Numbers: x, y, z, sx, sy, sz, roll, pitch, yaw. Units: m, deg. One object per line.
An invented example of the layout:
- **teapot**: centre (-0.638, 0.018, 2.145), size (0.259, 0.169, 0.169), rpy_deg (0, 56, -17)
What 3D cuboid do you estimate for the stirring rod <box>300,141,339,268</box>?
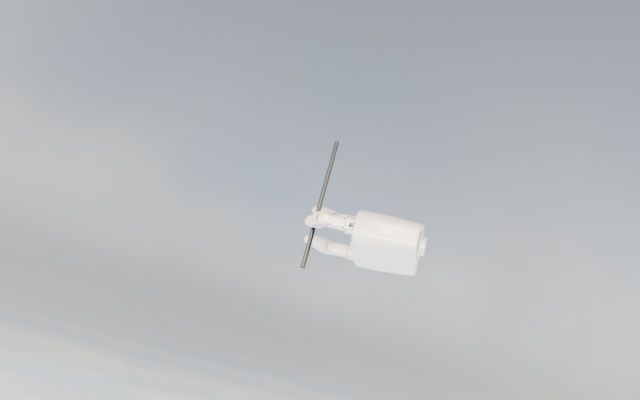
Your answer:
- **stirring rod**: centre (0.000, 0.003, 0.844), size (0.011, 0.239, 0.011), rpy_deg (14, -17, 5)
